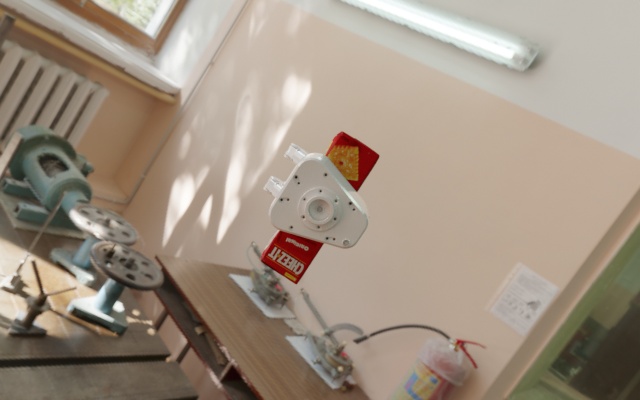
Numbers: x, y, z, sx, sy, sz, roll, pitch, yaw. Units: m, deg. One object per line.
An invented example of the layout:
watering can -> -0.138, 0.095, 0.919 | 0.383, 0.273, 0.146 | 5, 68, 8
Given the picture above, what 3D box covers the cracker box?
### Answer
cracker box -> 0.000, 0.002, 0.726 | 0.072, 0.214, 0.164 | 33, 7, -1
